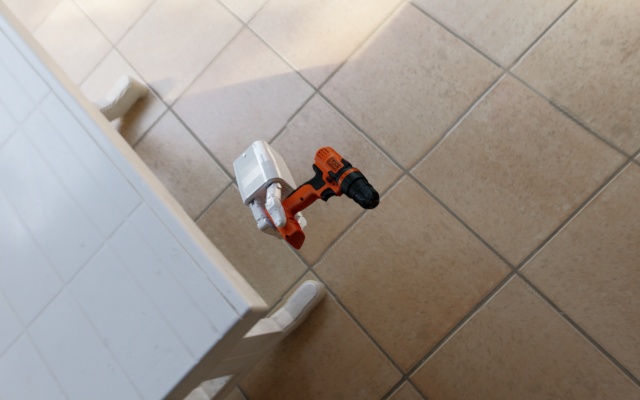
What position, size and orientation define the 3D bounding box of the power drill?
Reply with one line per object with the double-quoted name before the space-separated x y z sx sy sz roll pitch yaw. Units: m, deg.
"power drill" 0.000 0.003 0.898 0.184 0.187 0.057 48 -1 43
